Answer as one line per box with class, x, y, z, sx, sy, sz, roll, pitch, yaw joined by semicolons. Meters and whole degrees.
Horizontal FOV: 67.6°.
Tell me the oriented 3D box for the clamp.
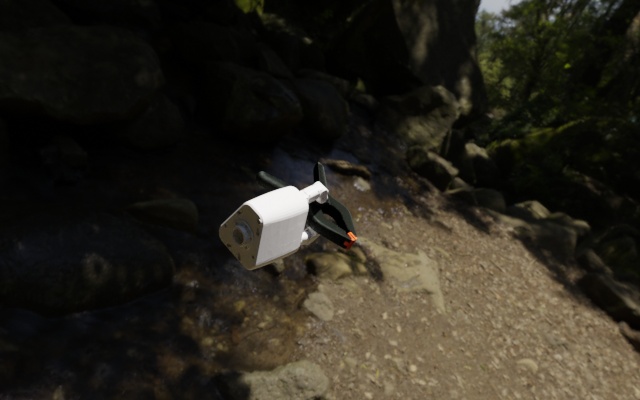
clamp;0.001;0.003;0.893;0.210;0.036;0.164;45;39;20
